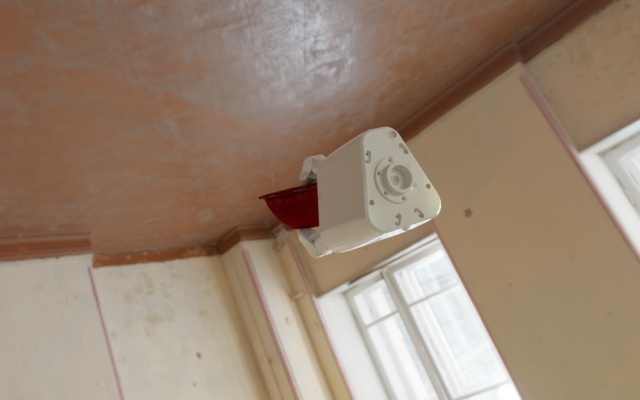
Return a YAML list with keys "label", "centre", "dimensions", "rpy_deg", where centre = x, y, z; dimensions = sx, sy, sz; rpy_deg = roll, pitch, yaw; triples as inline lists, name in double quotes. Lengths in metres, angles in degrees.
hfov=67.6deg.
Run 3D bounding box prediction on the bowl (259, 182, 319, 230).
- label: "bowl"
  centre: [0.000, 0.003, 0.657]
  dimensions: [0.162, 0.055, 0.162]
  rpy_deg: [-13, 4, 1]
